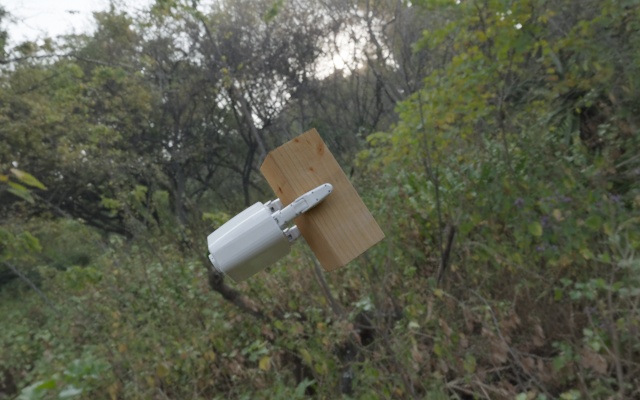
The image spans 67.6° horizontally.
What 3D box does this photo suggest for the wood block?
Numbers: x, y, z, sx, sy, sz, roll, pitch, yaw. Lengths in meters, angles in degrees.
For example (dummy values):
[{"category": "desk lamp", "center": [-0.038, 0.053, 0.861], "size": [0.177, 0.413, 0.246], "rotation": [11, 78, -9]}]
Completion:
[{"category": "wood block", "center": [0.000, 0.003, 0.770], "size": [0.090, 0.206, 0.091], "rotation": [-32, -3, -21]}]
